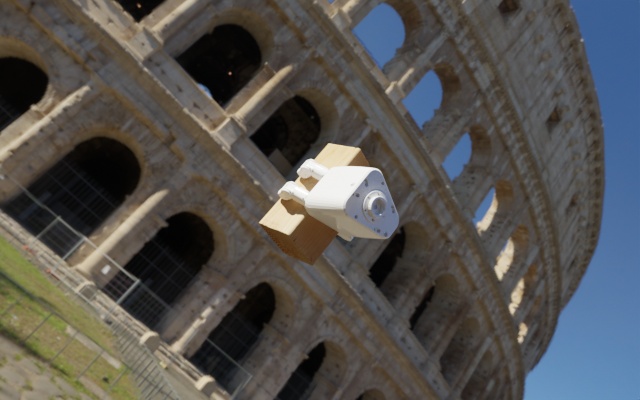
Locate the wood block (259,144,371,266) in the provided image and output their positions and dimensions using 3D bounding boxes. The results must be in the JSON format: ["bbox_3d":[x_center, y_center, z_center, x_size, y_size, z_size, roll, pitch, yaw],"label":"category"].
[{"bbox_3d":[0.001,0.003,0.867,0.090,0.206,0.091,16,-31,47],"label":"wood block"}]
